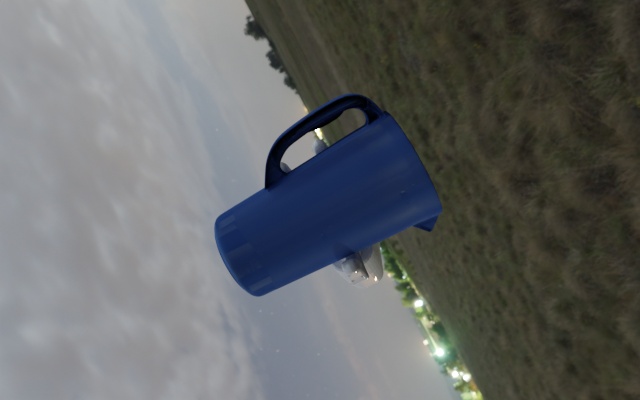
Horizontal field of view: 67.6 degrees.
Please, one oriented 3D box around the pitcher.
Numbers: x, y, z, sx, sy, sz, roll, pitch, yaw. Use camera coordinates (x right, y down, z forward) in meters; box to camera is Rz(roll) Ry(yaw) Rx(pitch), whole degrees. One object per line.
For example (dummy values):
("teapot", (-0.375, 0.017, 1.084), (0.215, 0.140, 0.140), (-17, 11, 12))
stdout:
("pitcher", (0.000, 0.002, 0.550), (0.243, 0.149, 0.145), (-28, -28, 5))
